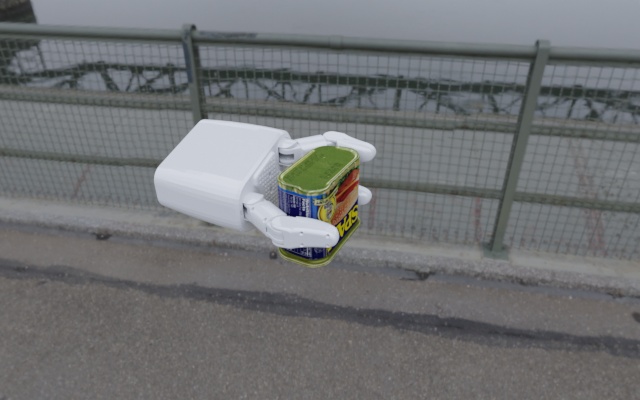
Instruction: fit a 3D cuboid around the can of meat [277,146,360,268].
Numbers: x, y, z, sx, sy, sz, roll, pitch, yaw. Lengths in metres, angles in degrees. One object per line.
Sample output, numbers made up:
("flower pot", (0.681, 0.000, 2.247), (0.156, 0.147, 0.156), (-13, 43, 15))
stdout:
("can of meat", (0.000, 0.001, 0.474), (0.057, 0.084, 0.102), (15, 35, 24))
